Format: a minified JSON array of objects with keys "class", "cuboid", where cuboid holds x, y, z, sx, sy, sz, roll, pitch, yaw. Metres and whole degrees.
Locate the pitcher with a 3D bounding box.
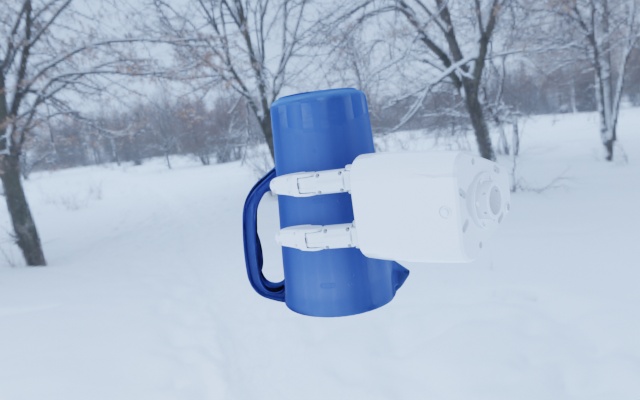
[{"class":"pitcher","cuboid":[0.000,0.002,0.549,0.149,0.243,0.145,-15,11,-43]}]
